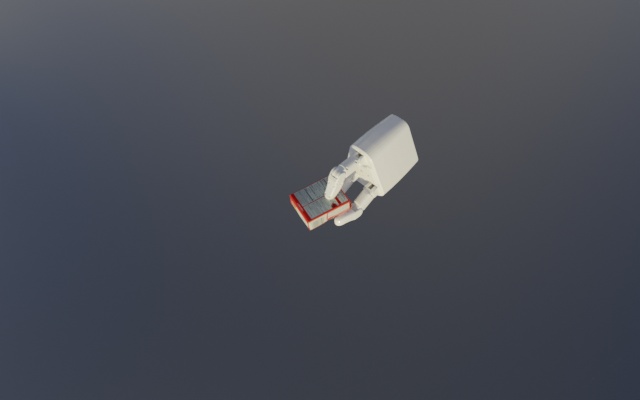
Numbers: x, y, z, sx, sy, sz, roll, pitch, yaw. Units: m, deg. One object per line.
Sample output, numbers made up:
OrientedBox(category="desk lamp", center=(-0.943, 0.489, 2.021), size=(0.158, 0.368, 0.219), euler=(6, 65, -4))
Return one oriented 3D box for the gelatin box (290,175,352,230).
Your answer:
OrientedBox(category="gelatin box", center=(0.000, 0.003, 0.865), size=(0.089, 0.073, 0.030), euler=(-27, -34, -14))
